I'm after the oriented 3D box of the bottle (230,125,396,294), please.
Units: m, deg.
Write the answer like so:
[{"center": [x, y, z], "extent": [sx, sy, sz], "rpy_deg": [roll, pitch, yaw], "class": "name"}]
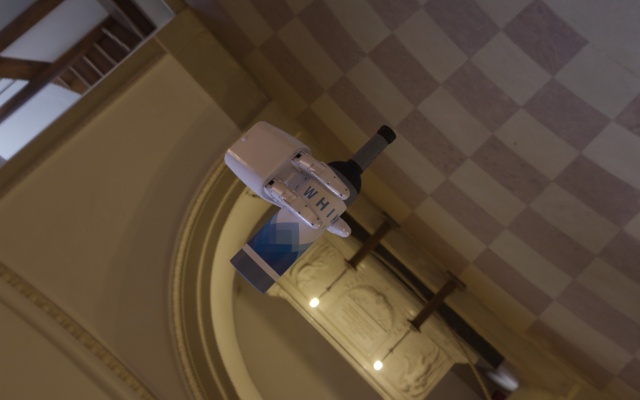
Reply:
[{"center": [0.000, 0.002, 0.679], "extent": [0.069, 0.295, 0.069], "rpy_deg": [43, -9, 9], "class": "bottle"}]
